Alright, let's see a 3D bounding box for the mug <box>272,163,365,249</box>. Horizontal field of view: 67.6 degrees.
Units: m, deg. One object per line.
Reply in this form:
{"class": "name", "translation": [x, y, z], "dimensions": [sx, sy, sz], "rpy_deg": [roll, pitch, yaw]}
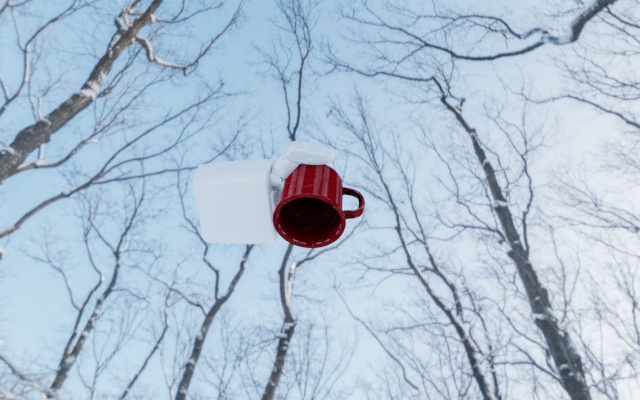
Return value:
{"class": "mug", "translation": [0.002, 0.002, 0.630], "dimensions": [0.117, 0.093, 0.081], "rpy_deg": [-2, 39, 6]}
